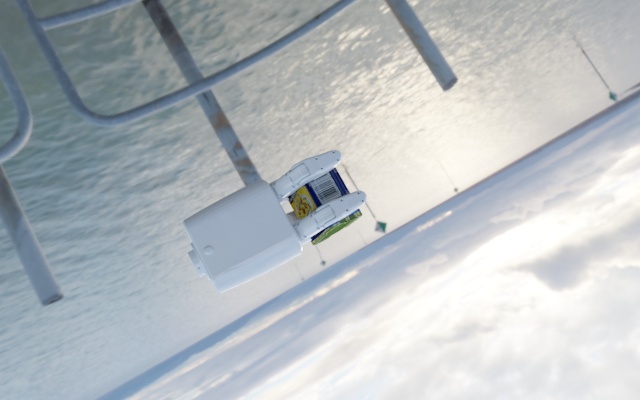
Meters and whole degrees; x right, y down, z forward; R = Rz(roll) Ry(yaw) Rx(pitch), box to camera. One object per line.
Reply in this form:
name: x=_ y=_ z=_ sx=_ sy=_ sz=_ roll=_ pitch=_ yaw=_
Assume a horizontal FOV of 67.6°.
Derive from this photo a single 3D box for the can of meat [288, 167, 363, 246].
can of meat: x=0.000 y=0.002 z=0.594 sx=0.057 sy=0.084 sz=0.102 roll=-26 pitch=-8 yaw=-21
